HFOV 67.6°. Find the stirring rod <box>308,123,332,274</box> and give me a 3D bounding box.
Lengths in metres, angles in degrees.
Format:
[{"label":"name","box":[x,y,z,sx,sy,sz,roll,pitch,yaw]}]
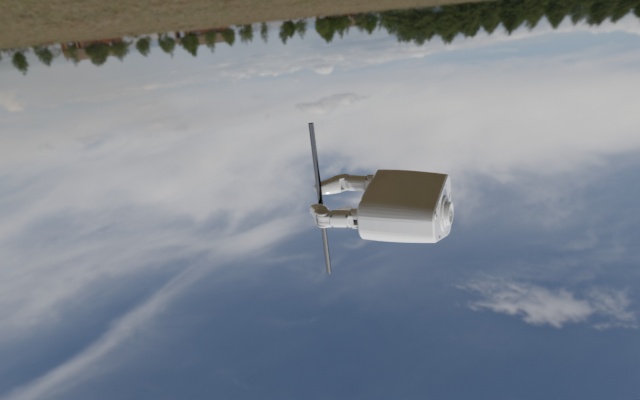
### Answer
[{"label":"stirring rod","box":[0.000,0.002,0.719,0.011,0.240,0.011,-6,20,2]}]
